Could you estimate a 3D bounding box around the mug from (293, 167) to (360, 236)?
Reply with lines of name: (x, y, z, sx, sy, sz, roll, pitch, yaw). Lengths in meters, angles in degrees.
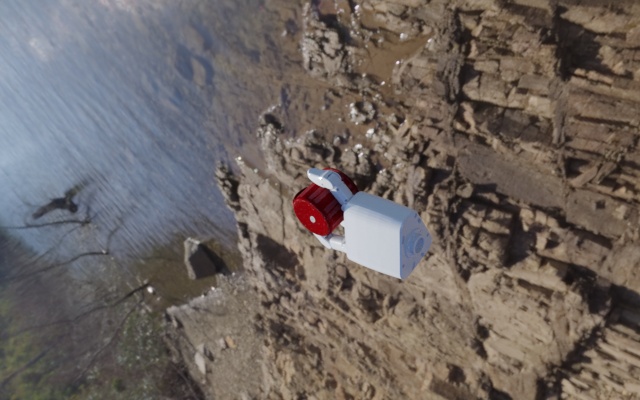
mug: (-0.001, 0.002, 0.809, 0.117, 0.093, 0.081, 17, 49, 40)
